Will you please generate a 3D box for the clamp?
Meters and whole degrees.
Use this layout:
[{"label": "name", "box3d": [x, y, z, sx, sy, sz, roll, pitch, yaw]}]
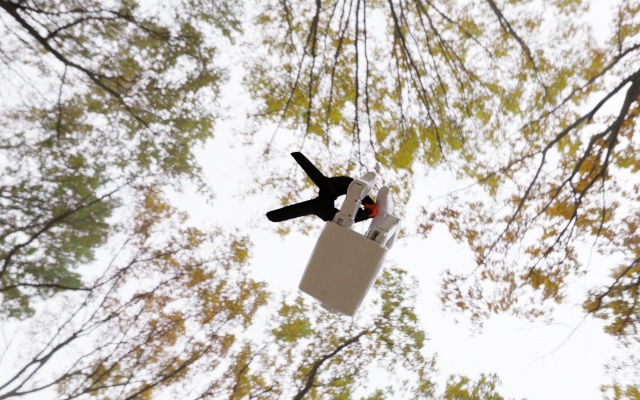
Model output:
[{"label": "clamp", "box3d": [0.000, 0.003, 0.725, 0.171, 0.120, 0.039, 24, -6, 25]}]
